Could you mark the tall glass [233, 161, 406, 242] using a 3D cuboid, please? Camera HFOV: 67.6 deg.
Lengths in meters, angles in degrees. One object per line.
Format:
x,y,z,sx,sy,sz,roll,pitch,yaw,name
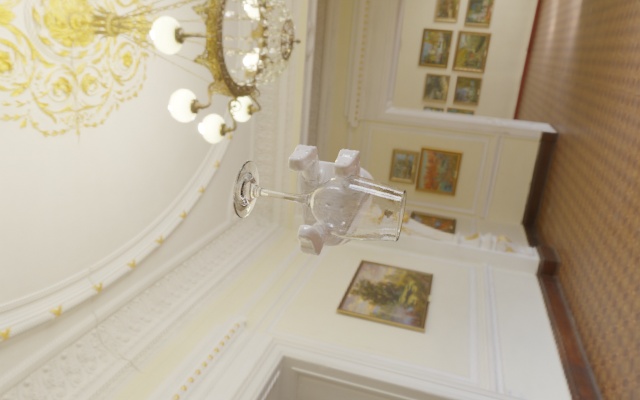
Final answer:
-0.001,0.002,0.584,0.201,0.079,0.079,10,2,15,tall glass
